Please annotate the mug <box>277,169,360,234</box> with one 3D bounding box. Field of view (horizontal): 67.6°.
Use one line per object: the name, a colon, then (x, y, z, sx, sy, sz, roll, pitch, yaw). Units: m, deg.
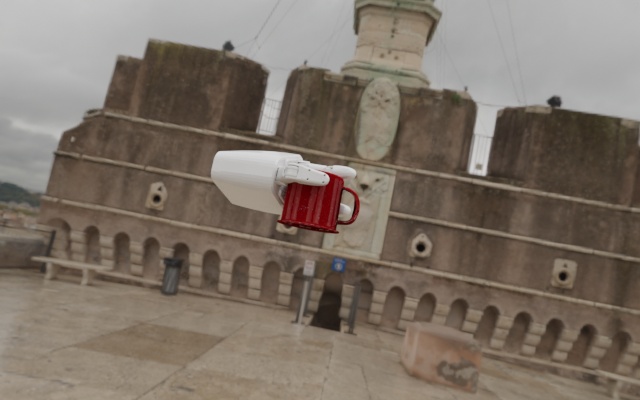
mug: (0.001, 0.002, 0.698, 0.117, 0.081, 0.093, 8, -7, 18)
